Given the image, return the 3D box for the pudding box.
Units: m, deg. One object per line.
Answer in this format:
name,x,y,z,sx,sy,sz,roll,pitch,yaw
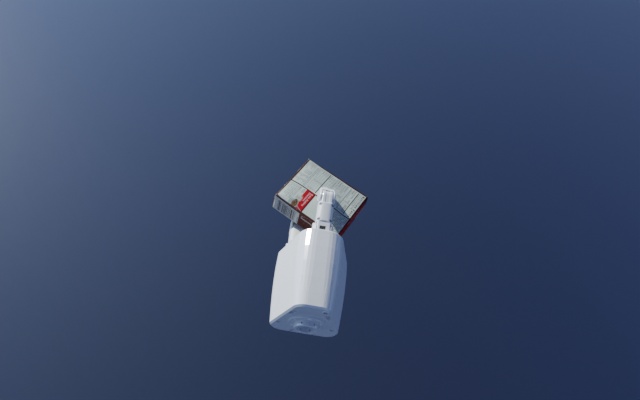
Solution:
pudding box,0.000,0.002,0.712,0.113,0.090,0.039,35,-32,9
